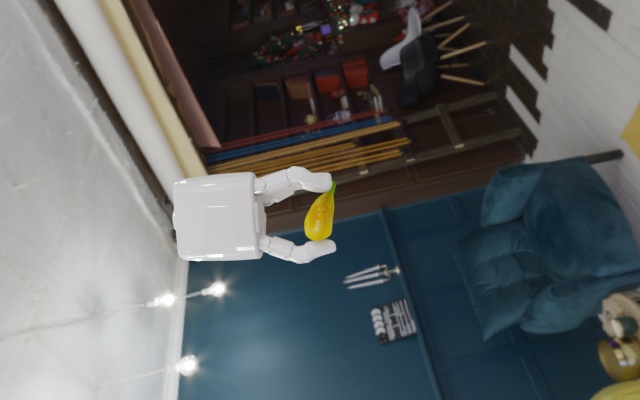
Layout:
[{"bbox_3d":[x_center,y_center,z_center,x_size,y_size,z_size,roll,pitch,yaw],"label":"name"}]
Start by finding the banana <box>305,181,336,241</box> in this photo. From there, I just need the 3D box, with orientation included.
[{"bbox_3d":[-0.001,0.020,0.636,0.037,0.069,0.197,5,11,2],"label":"banana"}]
